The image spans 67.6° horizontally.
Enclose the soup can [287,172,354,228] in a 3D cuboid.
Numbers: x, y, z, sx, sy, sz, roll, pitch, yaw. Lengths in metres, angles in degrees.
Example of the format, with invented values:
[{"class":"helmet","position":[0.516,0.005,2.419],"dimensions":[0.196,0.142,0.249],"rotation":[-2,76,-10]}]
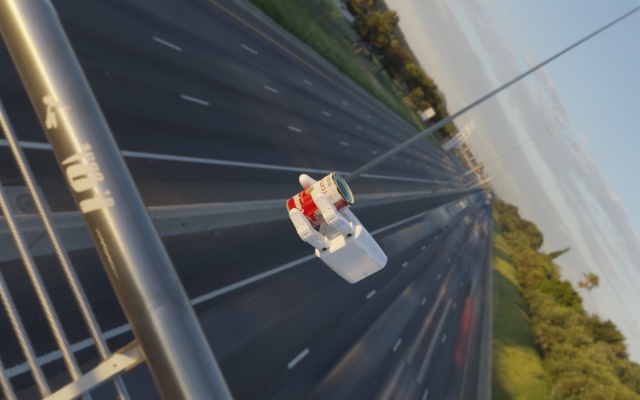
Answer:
[{"class":"soup can","position":[0.000,0.002,0.855],"dimensions":[0.102,0.068,0.068],"rotation":[-31,-11,18]}]
